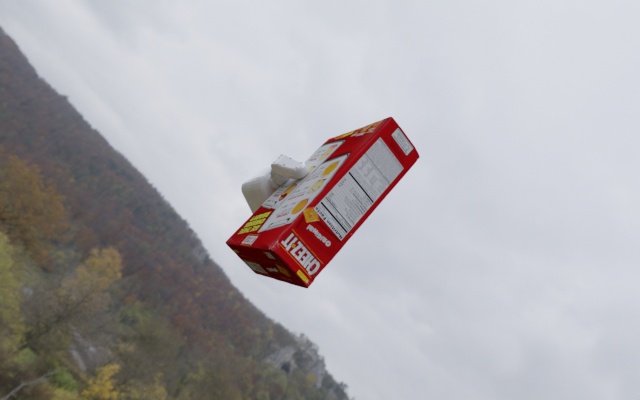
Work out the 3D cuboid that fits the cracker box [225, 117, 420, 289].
[{"bbox_3d":[0.000,0.002,0.590,0.213,0.072,0.164,-48,17,-20],"label":"cracker box"}]
